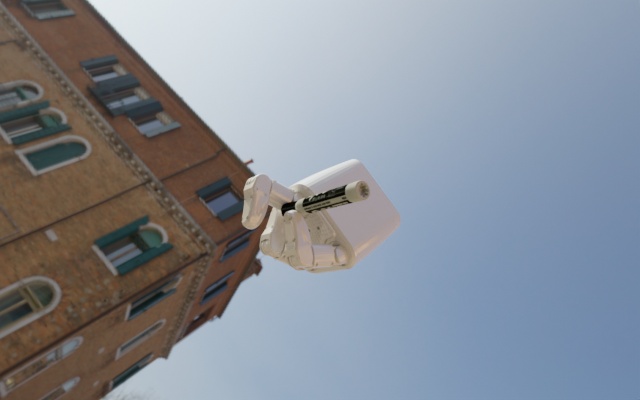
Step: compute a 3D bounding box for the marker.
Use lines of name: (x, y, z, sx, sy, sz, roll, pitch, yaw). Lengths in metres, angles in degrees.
marker: (0.000, 0.002, 0.483, 0.020, 0.020, 0.121, 0, -11, -42)
